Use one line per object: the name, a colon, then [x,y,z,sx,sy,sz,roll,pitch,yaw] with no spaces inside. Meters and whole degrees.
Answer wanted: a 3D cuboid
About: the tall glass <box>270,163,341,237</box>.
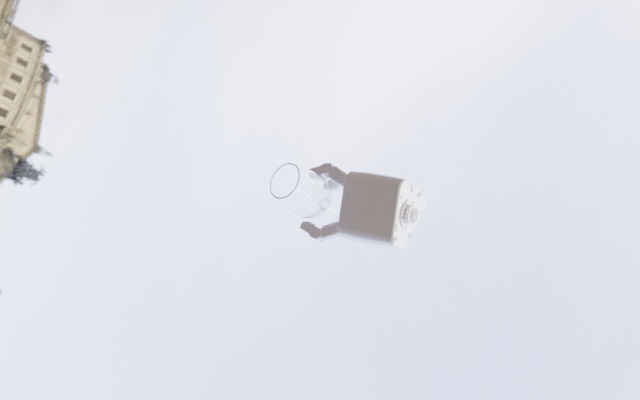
tall glass: [0.000,0.003,0.833,0.079,0.079,0.201,0,-20,39]
